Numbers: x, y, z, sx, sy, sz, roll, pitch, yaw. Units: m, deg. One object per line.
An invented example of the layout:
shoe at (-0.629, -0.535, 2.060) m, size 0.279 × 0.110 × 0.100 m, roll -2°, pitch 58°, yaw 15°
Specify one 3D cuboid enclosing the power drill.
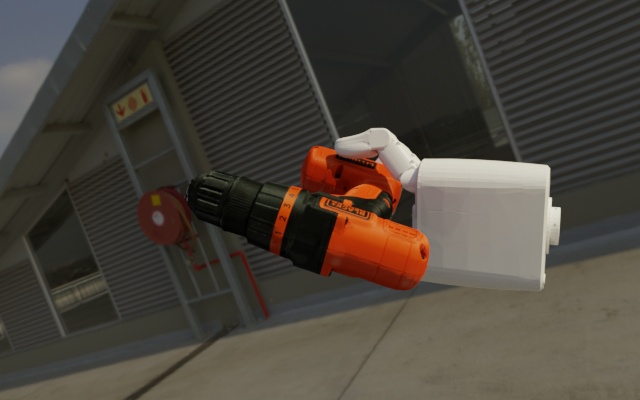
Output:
power drill at (0.000, 0.001, 0.416) m, size 0.184 × 0.057 × 0.187 m, roll 20°, pitch 20°, yaw 4°
